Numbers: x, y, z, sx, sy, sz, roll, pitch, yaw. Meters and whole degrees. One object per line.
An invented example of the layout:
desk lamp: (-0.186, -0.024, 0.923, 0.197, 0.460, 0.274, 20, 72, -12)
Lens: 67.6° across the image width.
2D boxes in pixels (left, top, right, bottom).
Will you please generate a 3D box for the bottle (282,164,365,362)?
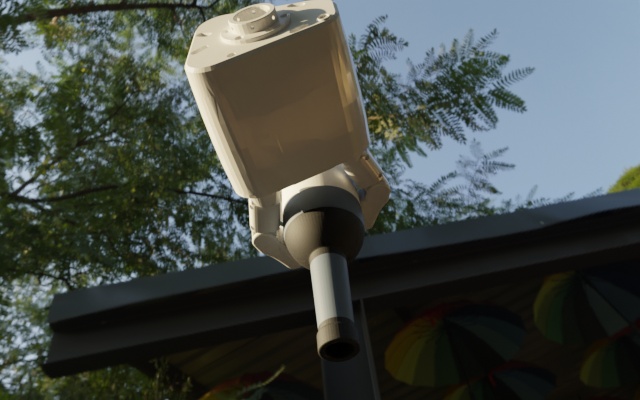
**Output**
bottle: (0.000, 0.001, 0.416, 0.069, 0.069, 0.295, 0, 40, -6)
